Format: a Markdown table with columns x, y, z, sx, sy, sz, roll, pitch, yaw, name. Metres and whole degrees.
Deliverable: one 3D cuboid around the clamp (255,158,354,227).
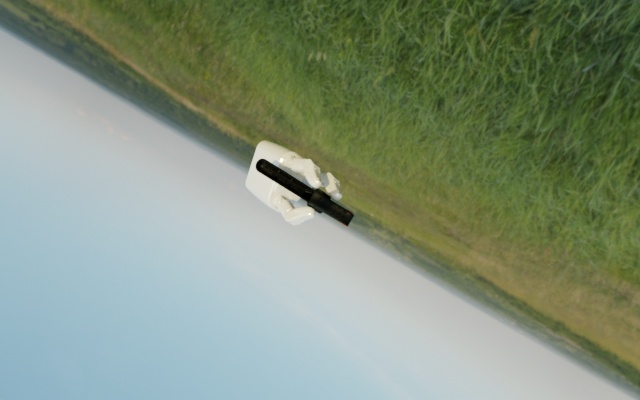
| x | y | z | sx | sy | sz | roll | pitch | yaw | name |
| --- | --- | --- | --- | --- | --- | --- | --- | --- | --- |
| 0.000 | 0.004 | 0.825 | 0.210 | 0.036 | 0.164 | 32 | 1 | -41 | clamp |
